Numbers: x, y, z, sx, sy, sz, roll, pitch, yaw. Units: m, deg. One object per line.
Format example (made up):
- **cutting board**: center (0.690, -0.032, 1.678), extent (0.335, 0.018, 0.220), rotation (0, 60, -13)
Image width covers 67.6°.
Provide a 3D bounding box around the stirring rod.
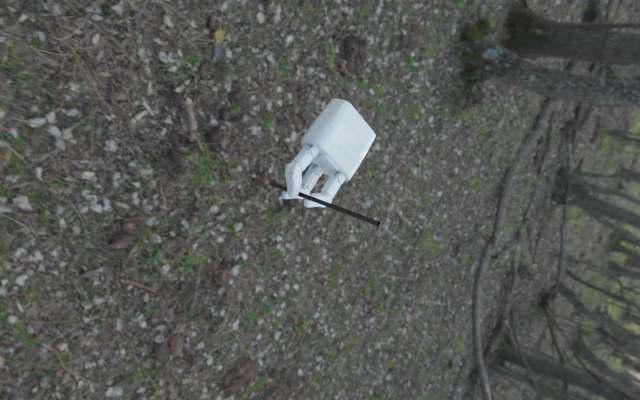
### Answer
- **stirring rod**: center (0.000, 0.003, 0.810), extent (0.239, 0.011, 0.011), rotation (20, 13, 37)
